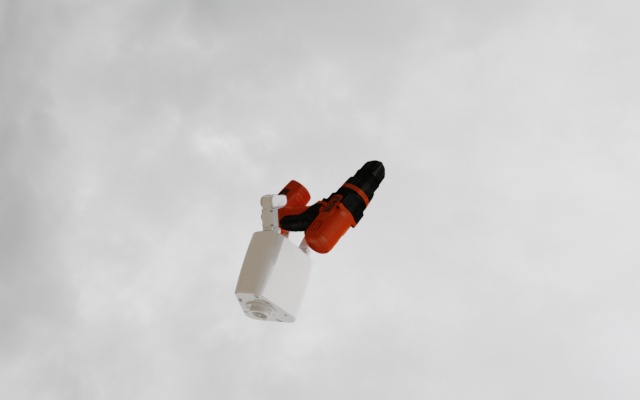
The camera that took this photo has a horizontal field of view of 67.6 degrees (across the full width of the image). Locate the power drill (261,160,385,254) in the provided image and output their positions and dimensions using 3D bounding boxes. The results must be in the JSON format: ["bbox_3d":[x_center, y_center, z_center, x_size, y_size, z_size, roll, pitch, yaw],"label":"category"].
[{"bbox_3d":[0.000,0.003,0.782,0.187,0.057,0.184,0,42,52],"label":"power drill"}]
